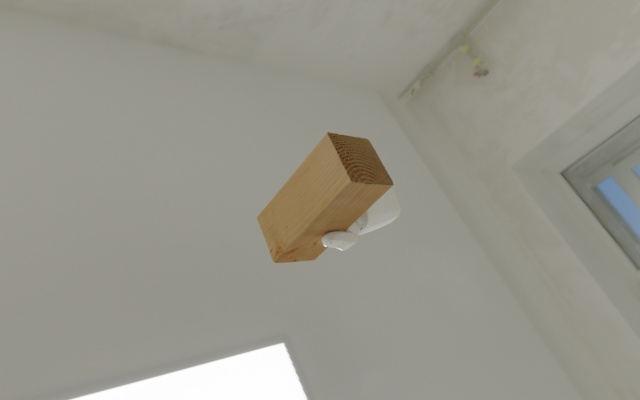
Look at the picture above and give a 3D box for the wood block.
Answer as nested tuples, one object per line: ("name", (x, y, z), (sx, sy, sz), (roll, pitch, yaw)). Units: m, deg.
("wood block", (0.000, 0.003, 0.729), (0.090, 0.090, 0.206), (2, -38, -42))
